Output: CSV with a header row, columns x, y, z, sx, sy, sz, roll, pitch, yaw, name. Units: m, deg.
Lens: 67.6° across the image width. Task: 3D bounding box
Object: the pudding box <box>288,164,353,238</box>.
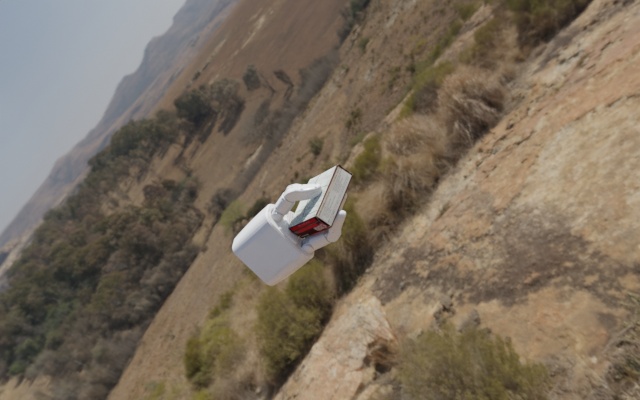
x,y,z,sx,sy,sz,roll,pitch,yaw,name
0.000,0.003,0.805,0.039,0.113,0.090,34,-31,-22,pudding box
